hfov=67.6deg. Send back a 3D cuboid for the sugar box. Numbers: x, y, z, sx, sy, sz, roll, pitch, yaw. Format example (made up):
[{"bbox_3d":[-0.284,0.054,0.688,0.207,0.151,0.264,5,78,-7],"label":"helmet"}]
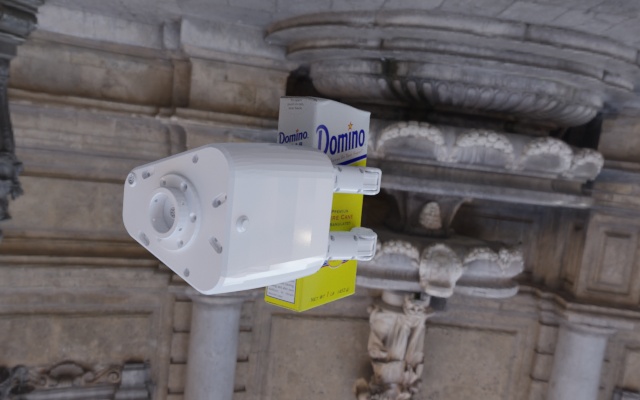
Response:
[{"bbox_3d":[0.000,0.002,0.429,0.048,0.176,0.093,10,7,33],"label":"sugar box"}]
